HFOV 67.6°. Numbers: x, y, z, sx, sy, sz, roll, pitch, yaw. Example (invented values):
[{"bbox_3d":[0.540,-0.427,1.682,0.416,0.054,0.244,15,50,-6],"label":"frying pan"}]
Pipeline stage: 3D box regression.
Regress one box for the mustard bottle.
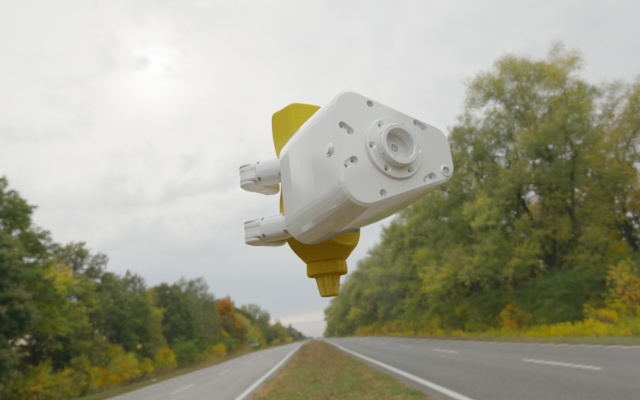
[{"bbox_3d":[0.000,0.001,0.490,0.058,0.191,0.096,-19,-20,37],"label":"mustard bottle"}]
